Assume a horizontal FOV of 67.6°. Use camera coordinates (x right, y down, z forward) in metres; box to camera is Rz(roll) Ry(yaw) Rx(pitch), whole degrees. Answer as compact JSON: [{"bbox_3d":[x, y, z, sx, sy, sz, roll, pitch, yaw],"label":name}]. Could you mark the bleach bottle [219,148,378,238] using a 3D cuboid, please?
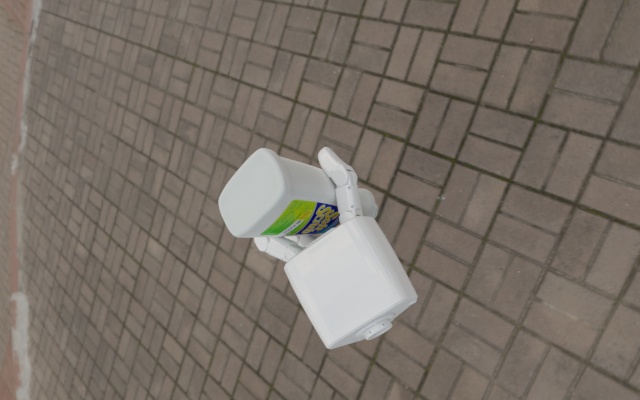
[{"bbox_3d":[0.000,0.002,0.598,0.102,0.068,0.251,-44,-28,27],"label":"bleach bottle"}]
